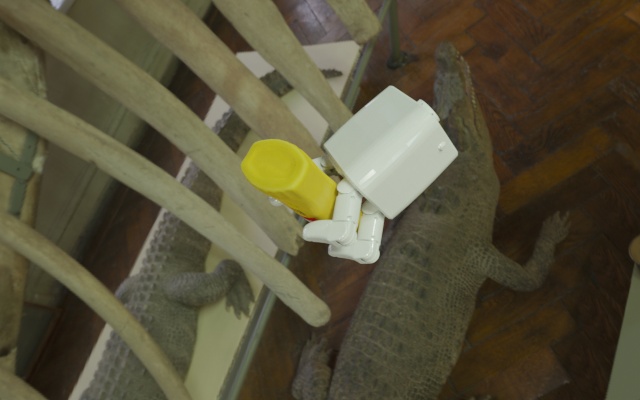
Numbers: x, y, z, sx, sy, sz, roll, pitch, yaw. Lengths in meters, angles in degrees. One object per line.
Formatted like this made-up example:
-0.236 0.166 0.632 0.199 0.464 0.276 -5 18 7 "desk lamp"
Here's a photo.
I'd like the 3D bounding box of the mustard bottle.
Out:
0.000 0.002 0.553 0.096 0.058 0.192 21 -11 41 "mustard bottle"
